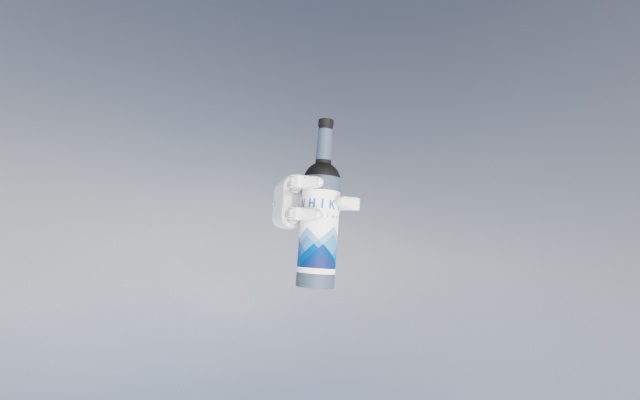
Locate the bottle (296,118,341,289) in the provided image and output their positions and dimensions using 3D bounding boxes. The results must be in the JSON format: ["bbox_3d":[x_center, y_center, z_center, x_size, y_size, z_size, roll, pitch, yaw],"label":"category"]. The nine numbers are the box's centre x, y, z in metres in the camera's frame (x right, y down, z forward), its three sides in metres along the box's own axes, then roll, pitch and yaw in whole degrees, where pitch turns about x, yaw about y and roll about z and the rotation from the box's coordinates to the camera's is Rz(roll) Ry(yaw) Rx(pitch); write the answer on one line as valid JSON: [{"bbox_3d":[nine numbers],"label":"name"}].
[{"bbox_3d":[0.000,0.003,0.834,0.069,0.295,0.069,4,-6,0],"label":"bottle"}]
